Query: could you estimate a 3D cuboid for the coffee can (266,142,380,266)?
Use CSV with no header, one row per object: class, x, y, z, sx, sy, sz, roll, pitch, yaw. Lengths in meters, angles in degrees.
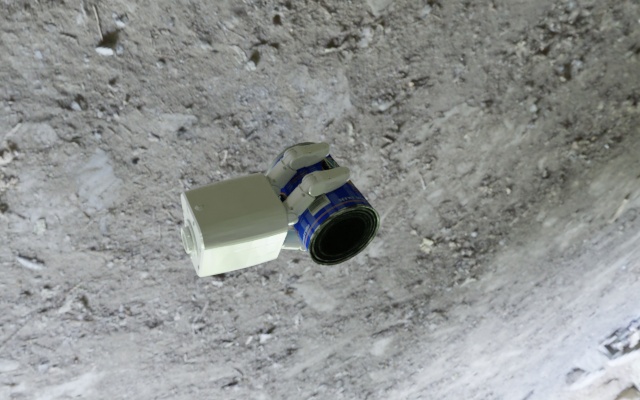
coffee can,0.000,0.002,0.643,0.103,0.103,0.140,0,39,-35
